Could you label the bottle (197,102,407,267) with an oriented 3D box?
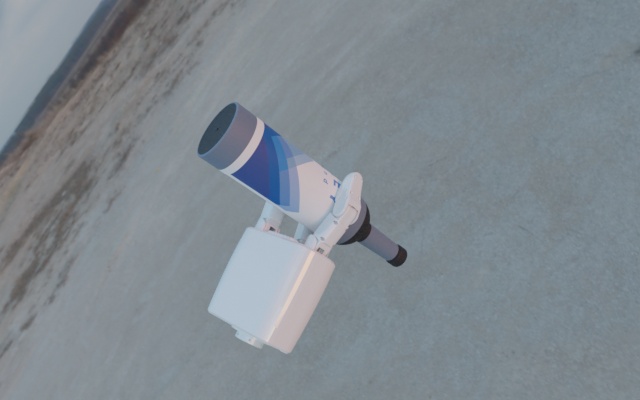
[{"bbox_3d":[0.000,0.002,0.550,0.296,0.069,0.069,35,-20,-31],"label":"bottle"}]
